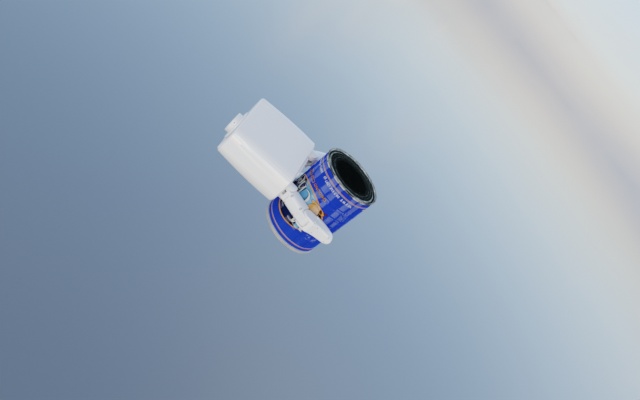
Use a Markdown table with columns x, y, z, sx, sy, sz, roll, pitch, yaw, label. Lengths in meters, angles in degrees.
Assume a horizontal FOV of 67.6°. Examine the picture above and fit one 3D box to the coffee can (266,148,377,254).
| x | y | z | sx | sy | sz | roll | pitch | yaw | label |
| --- | --- | --- | --- | --- | --- | --- | --- | --- | --- |
| 0.000 | 0.003 | 0.731 | 0.140 | 0.102 | 0.103 | -39 | -21 | 28 | coffee can |
